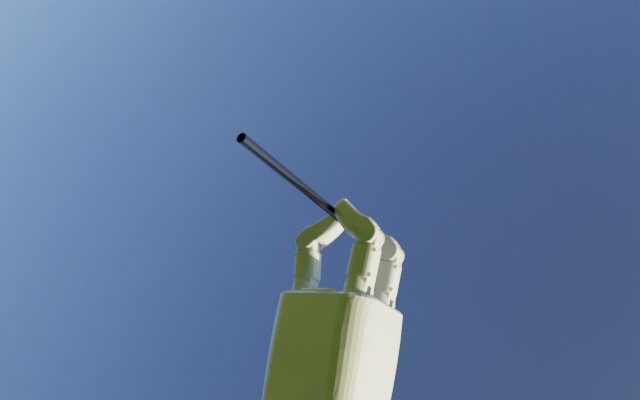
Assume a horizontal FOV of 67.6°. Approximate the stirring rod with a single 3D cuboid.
[{"bbox_3d":[0.000,0.001,0.435,0.011,0.011,0.240,0,-23,30],"label":"stirring rod"}]
